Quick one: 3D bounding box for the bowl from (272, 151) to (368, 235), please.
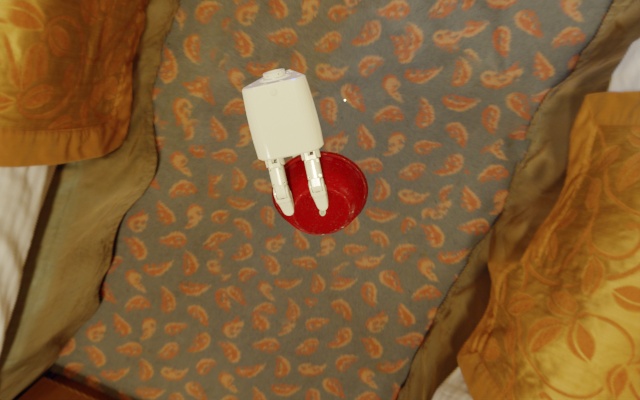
[{"bbox_3d":[0.001,0.004,0.777,0.162,0.162,0.055,0,35,-3],"label":"bowl"}]
